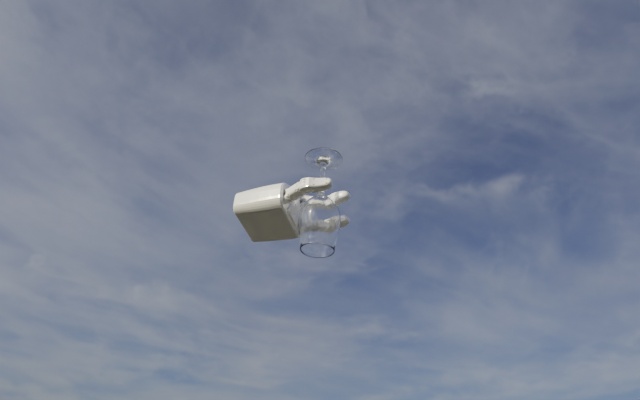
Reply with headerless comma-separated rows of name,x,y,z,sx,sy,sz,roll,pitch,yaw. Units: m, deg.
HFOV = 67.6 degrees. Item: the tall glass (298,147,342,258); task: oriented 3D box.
tall glass,0.000,0.002,0.886,0.079,0.201,0.079,3,-31,2
